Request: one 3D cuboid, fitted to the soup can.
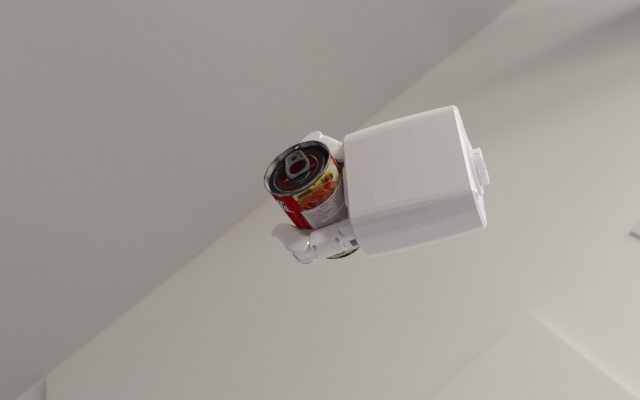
[{"bbox_3d":[0.000,0.002,0.463,0.068,0.068,0.102,0,-40,35],"label":"soup can"}]
